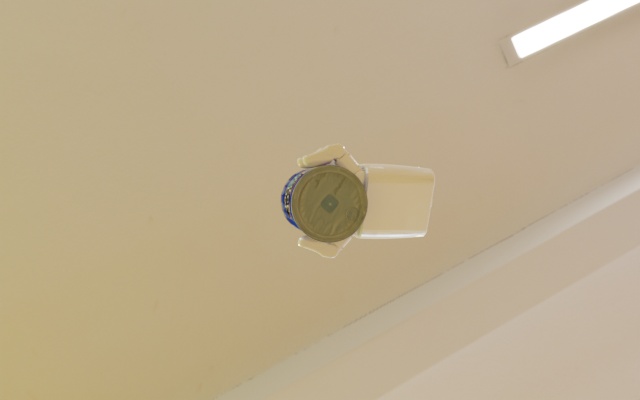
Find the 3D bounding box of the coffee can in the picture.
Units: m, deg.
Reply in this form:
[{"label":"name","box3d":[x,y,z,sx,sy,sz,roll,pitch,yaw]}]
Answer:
[{"label":"coffee can","box3d":[0.000,0.002,0.692,0.103,0.103,0.140,0,2,-11]}]
